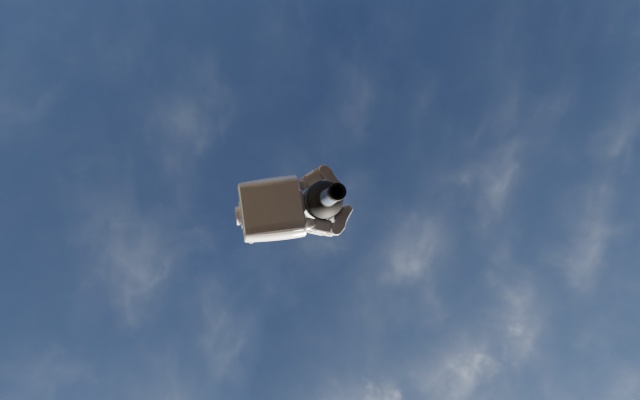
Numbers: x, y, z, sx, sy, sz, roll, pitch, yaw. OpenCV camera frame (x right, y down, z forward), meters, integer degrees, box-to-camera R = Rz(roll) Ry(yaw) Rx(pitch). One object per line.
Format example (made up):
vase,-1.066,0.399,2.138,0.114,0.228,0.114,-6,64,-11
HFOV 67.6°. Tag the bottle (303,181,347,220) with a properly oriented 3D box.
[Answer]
bottle,0.000,0.003,0.855,0.069,0.069,0.296,0,-6,-10
